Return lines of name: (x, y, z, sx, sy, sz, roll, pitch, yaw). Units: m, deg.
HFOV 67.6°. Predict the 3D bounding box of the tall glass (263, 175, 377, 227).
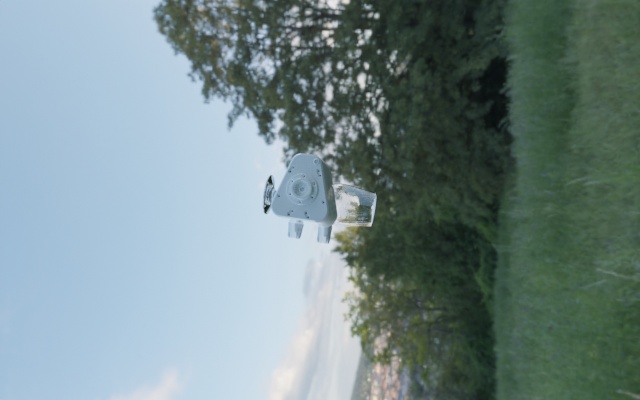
tall glass: (-0.001, 0.003, 0.878, 0.201, 0.079, 0.079, 8, 1, 8)
